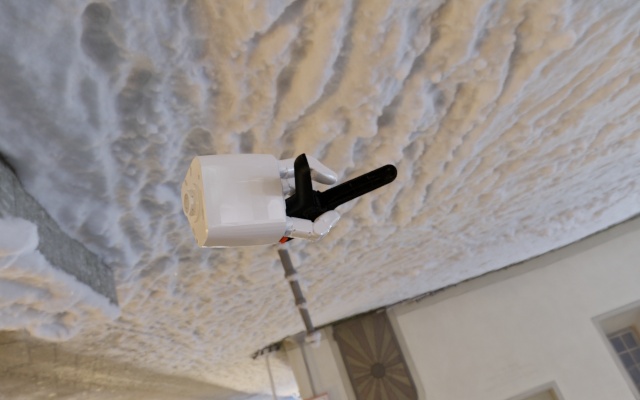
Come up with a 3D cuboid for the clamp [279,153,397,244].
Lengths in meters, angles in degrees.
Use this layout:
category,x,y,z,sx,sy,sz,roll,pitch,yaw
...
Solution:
category,x,y,z,sx,sy,sz,roll,pitch,yaw
clamp,0.000,0.003,0.679,0.164,0.036,0.210,0,-30,-31
